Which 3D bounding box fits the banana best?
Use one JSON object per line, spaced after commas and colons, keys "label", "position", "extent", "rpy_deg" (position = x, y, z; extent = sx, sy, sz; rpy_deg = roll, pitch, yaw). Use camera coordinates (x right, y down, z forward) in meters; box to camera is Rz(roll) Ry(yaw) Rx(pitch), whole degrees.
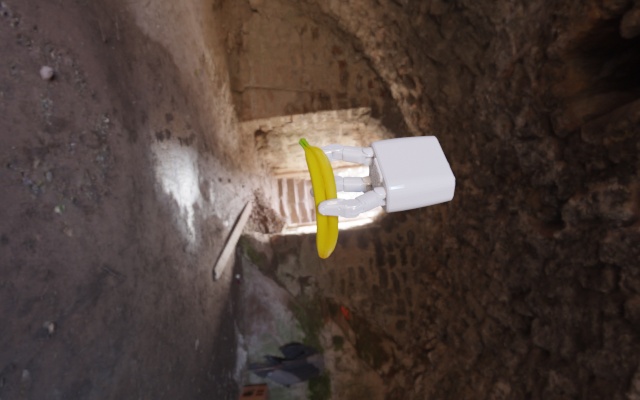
{"label": "banana", "position": [0.005, 0.002, 0.735], "extent": [0.037, 0.198, 0.069], "rpy_deg": [-11, 13, -13]}
